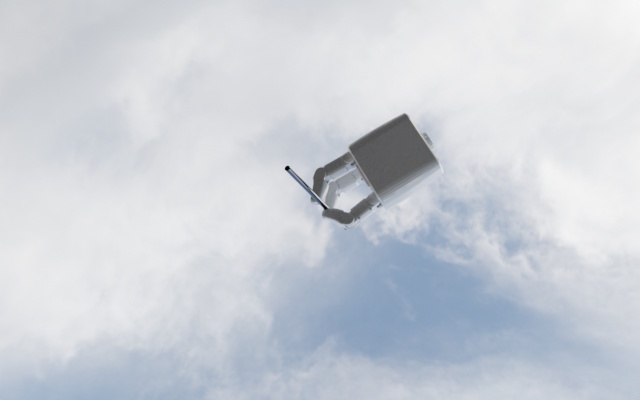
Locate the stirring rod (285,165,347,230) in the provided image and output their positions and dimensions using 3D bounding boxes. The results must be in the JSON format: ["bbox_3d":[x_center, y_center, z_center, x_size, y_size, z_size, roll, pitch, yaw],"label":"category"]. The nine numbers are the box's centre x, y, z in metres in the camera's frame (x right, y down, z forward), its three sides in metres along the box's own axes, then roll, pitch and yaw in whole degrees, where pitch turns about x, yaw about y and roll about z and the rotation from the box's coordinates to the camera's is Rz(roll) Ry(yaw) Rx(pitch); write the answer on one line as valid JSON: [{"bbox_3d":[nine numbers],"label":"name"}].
[{"bbox_3d":[0.000,0.002,0.734,0.011,0.011,0.240,0,-22,23],"label":"stirring rod"}]
